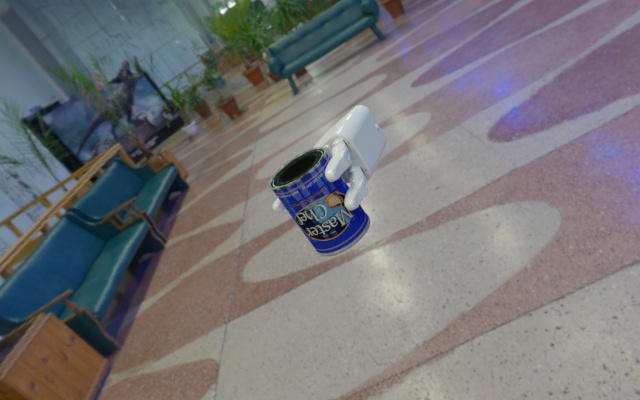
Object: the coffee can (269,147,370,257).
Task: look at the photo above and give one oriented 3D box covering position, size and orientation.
[{"bbox_3d":[0.000,0.003,0.749,0.103,0.140,0.102,-29,23,14],"label":"coffee can"}]
